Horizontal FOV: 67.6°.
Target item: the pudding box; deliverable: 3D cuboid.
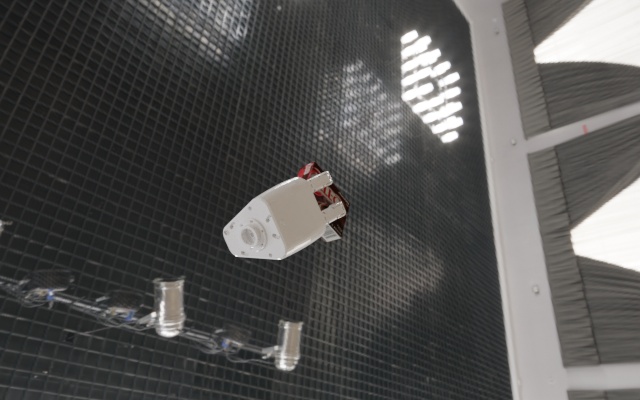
[{"bbox_3d":[0.000,0.003,0.822,0.039,0.113,0.090,-20,33,32],"label":"pudding box"}]
